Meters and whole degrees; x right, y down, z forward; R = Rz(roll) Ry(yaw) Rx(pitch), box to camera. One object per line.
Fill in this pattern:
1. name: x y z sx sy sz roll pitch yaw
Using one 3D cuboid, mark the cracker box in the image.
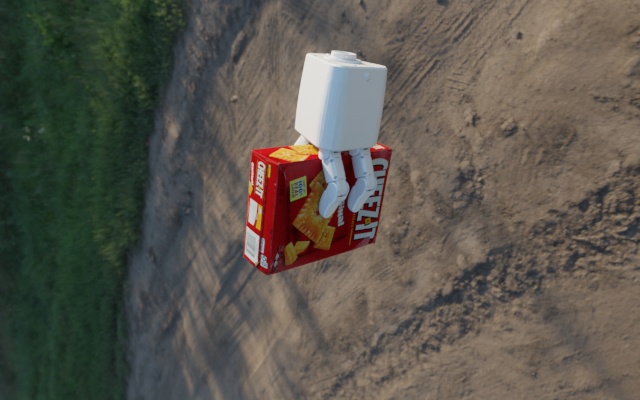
1. cracker box: 0.000 0.002 0.691 0.213 0.164 0.072 -11 29 -39
